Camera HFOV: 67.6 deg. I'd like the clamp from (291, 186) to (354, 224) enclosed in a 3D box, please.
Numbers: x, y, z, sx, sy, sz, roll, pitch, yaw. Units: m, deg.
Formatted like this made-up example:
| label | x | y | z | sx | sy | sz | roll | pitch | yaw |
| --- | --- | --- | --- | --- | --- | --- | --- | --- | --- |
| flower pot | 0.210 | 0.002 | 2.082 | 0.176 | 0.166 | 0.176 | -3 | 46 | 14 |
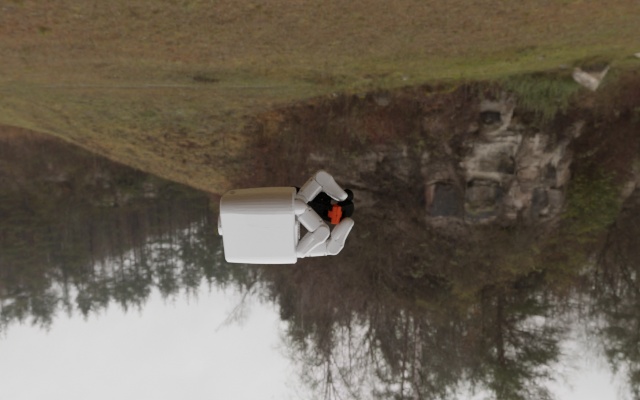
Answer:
| label | x | y | z | sx | sy | sz | roll | pitch | yaw |
| --- | --- | --- | --- | --- | --- | --- | --- | --- | --- |
| clamp | 0.000 | 0.003 | 0.789 | 0.120 | 0.039 | 0.171 | -1 | 9 | 0 |
